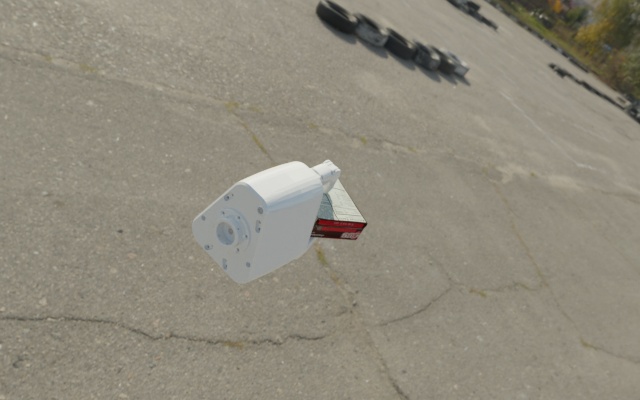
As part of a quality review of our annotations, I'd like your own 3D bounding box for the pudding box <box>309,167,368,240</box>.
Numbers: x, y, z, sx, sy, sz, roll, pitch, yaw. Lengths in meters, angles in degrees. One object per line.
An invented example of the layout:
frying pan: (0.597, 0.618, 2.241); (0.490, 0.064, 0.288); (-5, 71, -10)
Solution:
pudding box: (0.000, 0.002, 0.651); (0.090, 0.039, 0.113); (9, 40, -39)
